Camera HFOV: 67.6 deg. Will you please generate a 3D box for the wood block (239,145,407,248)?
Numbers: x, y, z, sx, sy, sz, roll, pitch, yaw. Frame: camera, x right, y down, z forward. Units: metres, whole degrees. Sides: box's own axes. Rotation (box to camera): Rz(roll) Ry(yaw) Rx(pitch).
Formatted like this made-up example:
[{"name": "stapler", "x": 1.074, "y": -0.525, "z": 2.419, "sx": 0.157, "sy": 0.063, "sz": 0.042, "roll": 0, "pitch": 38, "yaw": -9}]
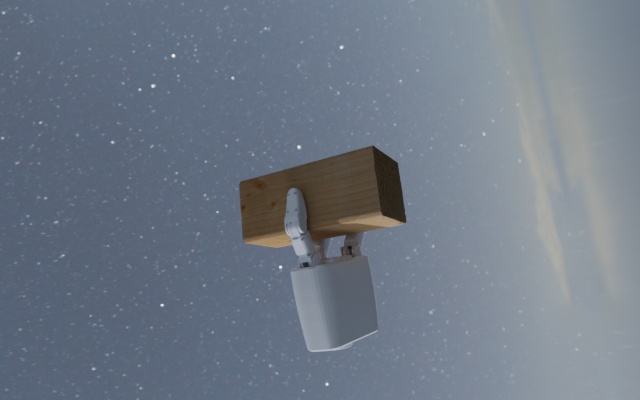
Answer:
[{"name": "wood block", "x": 0.000, "y": 0.003, "z": 0.652, "sx": 0.206, "sy": 0.090, "sz": 0.091, "roll": -13, "pitch": -16, "yaw": 27}]
